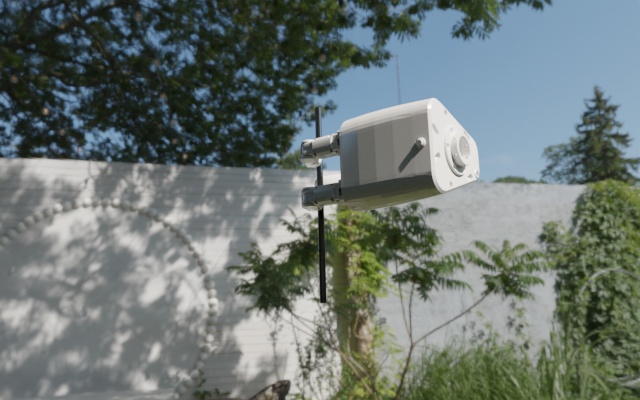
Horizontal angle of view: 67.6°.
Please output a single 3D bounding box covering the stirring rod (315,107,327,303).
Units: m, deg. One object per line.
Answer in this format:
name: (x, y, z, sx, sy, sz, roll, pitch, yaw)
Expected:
stirring rod: (0.000, 0.002, 0.580, 0.011, 0.239, 0.011, -1, -10, 0)
